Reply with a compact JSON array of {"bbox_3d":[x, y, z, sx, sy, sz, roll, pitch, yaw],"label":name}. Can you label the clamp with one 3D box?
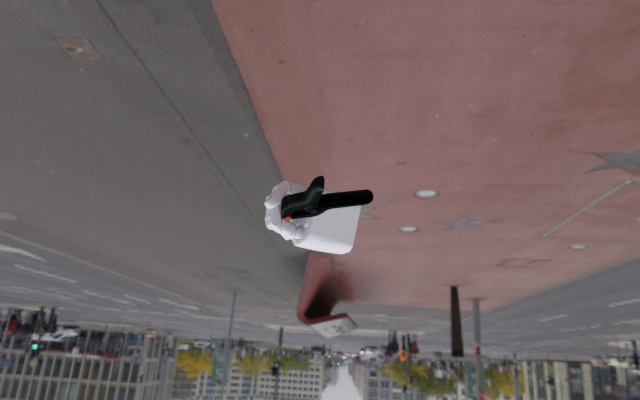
[{"bbox_3d":[0.000,0.003,0.788,0.120,0.039,0.171,17,-22,-30],"label":"clamp"}]
